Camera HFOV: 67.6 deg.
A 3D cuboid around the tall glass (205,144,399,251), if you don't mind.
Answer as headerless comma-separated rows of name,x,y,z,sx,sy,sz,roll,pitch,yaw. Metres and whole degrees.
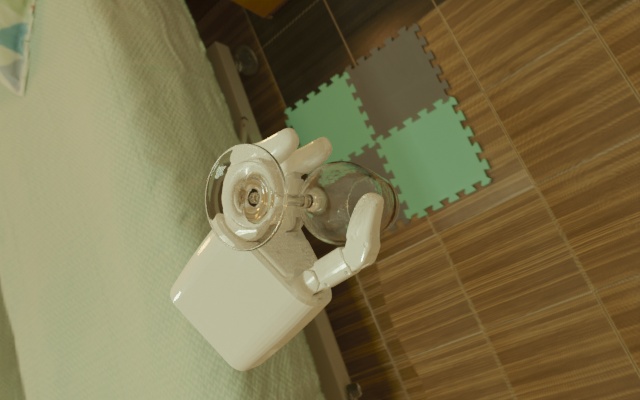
tall glass,0.000,0.001,0.411,0.079,0.079,0.201,0,-2,33
